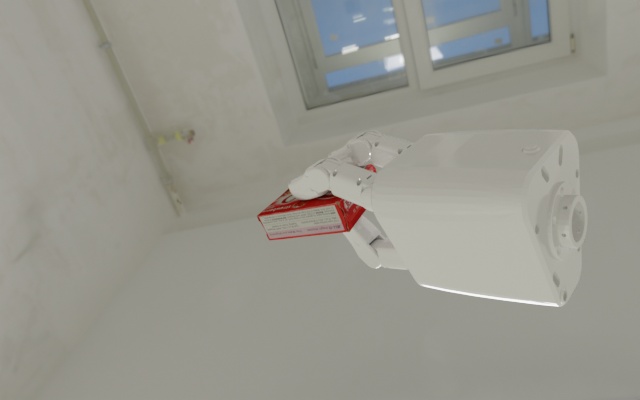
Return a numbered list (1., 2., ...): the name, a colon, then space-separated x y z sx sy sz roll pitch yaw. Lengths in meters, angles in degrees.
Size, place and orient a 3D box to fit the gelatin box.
1. gelatin box: 0.000 0.002 0.424 0.089 0.030 0.073 -10 22 36
